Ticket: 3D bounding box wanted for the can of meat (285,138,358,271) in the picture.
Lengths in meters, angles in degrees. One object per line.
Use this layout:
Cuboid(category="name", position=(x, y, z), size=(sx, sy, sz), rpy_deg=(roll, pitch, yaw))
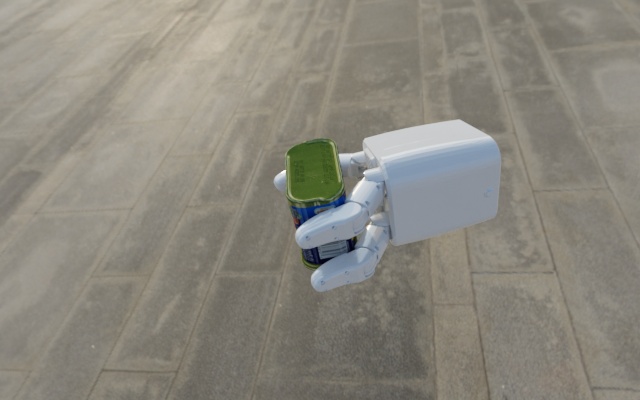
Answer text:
Cuboid(category="can of meat", position=(0.000, 0.001, 0.458), size=(0.057, 0.084, 0.102), rpy_deg=(-10, 39, 2))
